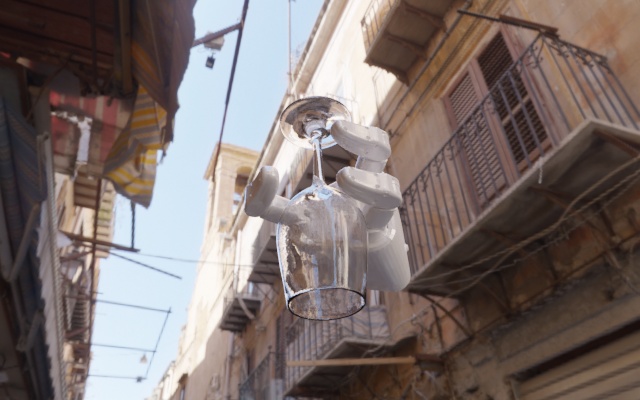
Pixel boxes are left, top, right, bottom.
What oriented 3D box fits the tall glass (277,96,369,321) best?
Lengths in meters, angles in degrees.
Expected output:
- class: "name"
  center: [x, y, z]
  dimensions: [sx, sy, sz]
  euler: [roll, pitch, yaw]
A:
- class: "tall glass"
  center: [0.000, 0.001, 0.428]
  dimensions: [0.079, 0.200, 0.079]
  euler: [-2, -37, -2]
